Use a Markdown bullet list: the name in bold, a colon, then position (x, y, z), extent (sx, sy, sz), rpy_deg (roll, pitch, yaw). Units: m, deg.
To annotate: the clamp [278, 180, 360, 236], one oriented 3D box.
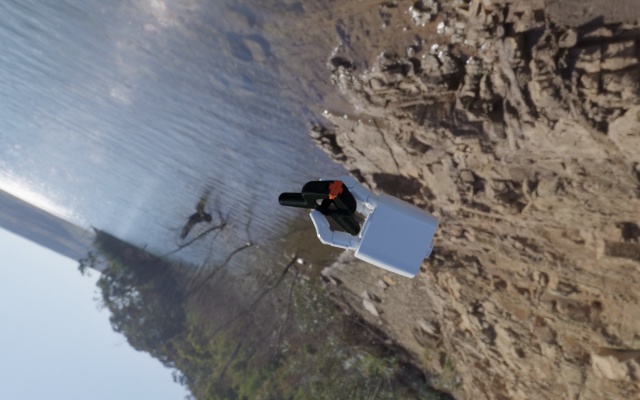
- **clamp**: position (0.000, 0.003, 0.817), extent (0.164, 0.036, 0.210), rpy_deg (21, -16, 4)
